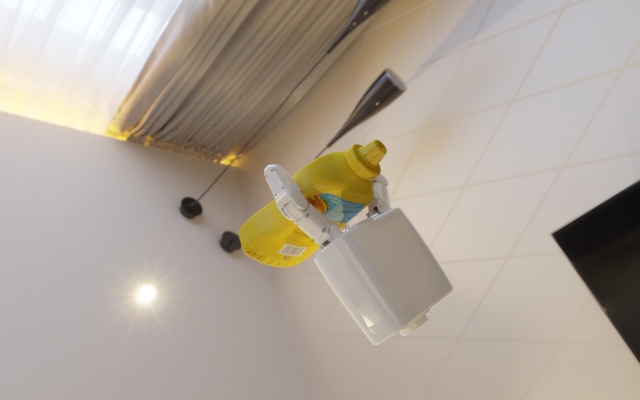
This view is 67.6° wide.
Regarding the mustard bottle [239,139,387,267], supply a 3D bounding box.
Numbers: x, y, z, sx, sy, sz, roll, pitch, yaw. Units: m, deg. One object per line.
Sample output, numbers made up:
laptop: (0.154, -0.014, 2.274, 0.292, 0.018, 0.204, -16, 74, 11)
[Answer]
mustard bottle: (0.000, 0.002, 0.526, 0.096, 0.058, 0.192, 17, -48, -41)
